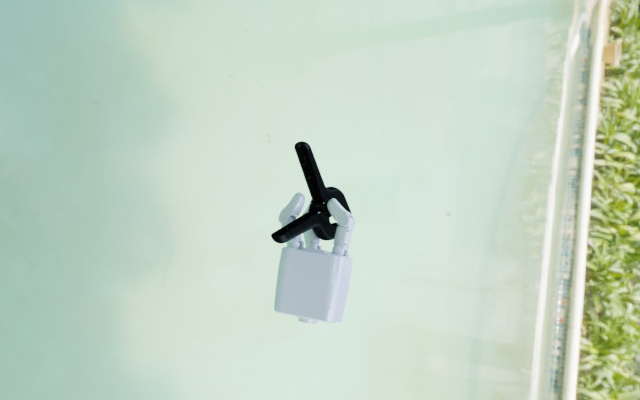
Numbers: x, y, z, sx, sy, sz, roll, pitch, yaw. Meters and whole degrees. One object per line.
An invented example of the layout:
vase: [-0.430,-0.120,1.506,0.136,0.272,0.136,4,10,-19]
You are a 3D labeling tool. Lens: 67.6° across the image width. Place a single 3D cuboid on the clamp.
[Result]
clamp: [0.001,0.003,0.806,0.036,0.164,0.210,6,-8,34]
